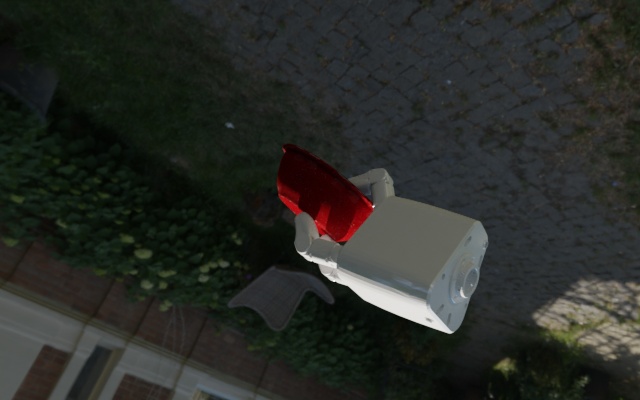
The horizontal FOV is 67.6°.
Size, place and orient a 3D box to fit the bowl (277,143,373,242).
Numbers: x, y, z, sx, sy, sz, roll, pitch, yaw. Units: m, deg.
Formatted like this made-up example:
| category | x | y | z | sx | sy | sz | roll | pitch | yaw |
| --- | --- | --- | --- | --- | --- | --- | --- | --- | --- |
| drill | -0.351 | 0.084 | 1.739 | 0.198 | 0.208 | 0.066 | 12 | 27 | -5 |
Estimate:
| category | x | y | z | sx | sy | sz | roll | pitch | yaw |
| --- | --- | --- | --- | --- | --- | --- | --- | --- | --- |
| bowl | -0.001 | 0.002 | 0.595 | 0.162 | 0.055 | 0.162 | 38 | -8 | 7 |
